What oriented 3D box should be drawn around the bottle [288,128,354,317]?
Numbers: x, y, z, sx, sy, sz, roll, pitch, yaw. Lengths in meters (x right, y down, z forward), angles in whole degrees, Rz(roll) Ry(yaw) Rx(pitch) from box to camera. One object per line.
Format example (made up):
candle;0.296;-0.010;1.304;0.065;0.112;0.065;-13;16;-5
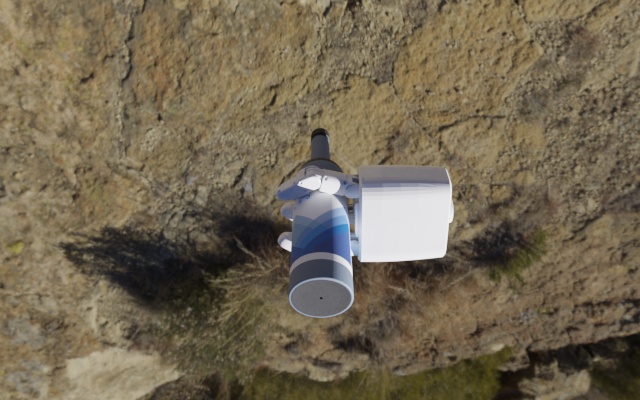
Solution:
bottle;0.000;0.002;0.592;0.069;0.069;0.295;0;42;0
